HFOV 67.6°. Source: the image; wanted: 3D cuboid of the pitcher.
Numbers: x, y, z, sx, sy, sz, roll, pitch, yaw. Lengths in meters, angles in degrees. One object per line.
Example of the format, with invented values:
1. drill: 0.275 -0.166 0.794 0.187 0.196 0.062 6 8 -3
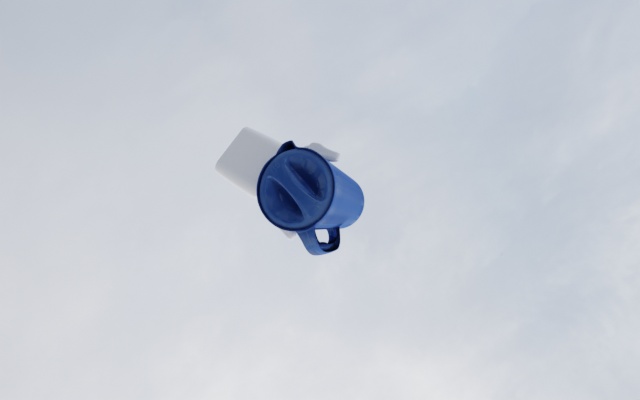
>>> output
1. pitcher: 0.000 0.003 0.846 0.145 0.149 0.243 29 4 21
